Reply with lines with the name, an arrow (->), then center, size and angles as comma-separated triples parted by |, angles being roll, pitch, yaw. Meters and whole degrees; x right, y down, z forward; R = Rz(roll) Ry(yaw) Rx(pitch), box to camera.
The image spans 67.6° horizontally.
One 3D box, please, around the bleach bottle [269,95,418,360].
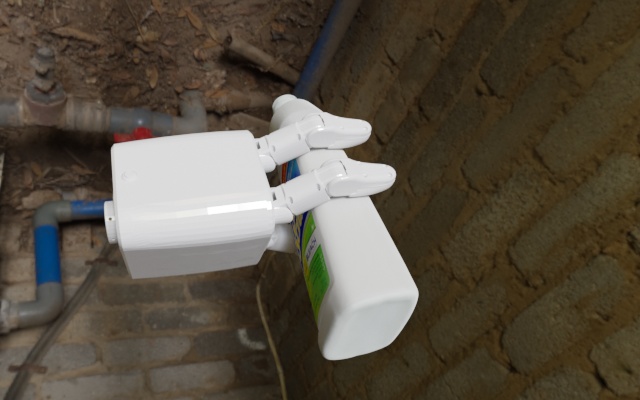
bleach bottle -> 0.000, 0.001, 0.424 | 0.068, 0.250, 0.103 | -8, -39, -19
